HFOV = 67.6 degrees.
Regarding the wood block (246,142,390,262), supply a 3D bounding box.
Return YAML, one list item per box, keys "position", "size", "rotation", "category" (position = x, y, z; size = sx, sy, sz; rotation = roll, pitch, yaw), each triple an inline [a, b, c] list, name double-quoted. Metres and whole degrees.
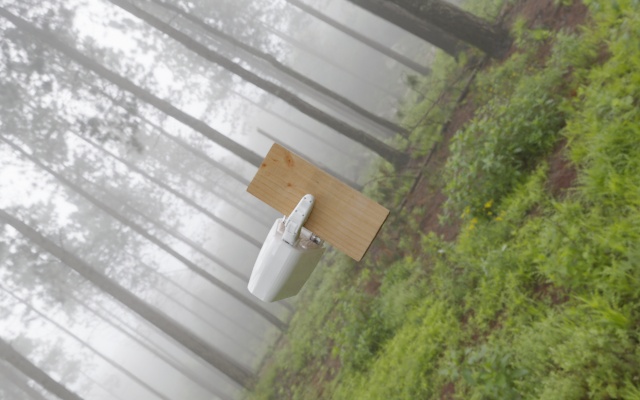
- position: [0.000, 0.003, 0.760]
  size: [0.206, 0.090, 0.091]
  rotation: [31, 2, 8]
  category: "wood block"
